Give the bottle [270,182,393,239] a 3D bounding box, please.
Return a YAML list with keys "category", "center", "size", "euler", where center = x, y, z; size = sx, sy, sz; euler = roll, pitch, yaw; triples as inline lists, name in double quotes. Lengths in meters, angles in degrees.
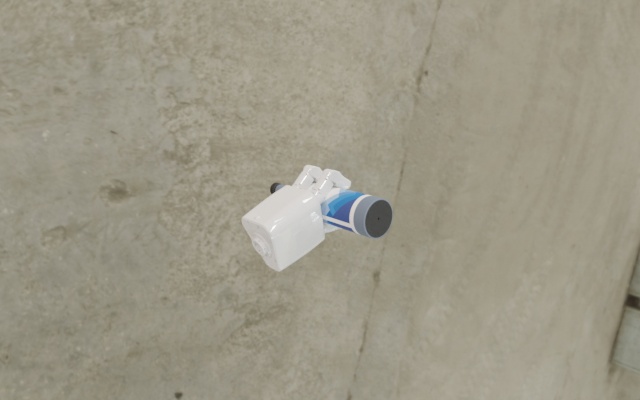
- category: "bottle"
  center: [0.000, 0.003, 0.868]
  size: [0.069, 0.069, 0.295]
  euler: [0, 10, -40]
